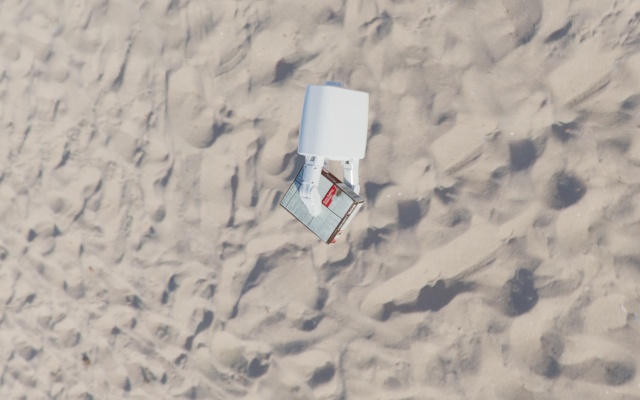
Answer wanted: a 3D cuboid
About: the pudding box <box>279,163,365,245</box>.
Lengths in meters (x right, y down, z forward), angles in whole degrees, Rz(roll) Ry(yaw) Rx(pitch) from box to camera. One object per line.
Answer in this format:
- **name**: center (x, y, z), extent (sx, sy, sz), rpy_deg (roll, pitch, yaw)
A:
- **pudding box**: center (0.000, 0.003, 0.777), extent (0.113, 0.090, 0.039), rpy_deg (40, 20, 21)
